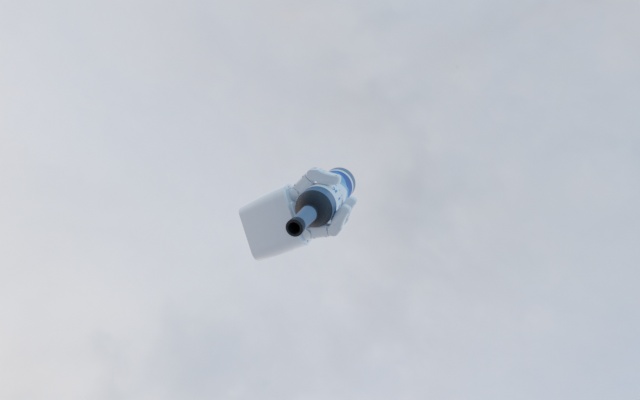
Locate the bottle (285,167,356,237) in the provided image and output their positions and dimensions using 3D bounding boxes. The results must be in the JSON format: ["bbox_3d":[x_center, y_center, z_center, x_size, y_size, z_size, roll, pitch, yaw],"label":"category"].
[{"bbox_3d":[0.000,0.003,0.838,0.069,0.069,0.295,0,15,16],"label":"bottle"}]
